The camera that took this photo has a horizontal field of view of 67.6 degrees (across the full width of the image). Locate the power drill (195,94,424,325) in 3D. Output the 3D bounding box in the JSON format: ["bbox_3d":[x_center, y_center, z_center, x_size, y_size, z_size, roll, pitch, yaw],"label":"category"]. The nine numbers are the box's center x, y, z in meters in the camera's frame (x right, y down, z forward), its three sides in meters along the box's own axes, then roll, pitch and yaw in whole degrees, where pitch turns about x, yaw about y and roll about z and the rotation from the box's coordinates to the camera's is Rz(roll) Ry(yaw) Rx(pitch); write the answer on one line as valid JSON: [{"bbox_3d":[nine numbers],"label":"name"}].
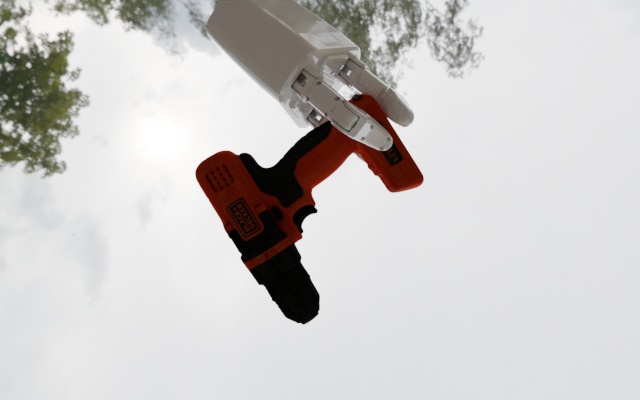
[{"bbox_3d":[0.000,0.001,0.457,0.187,0.184,0.057,-32,4,-2],"label":"power drill"}]
